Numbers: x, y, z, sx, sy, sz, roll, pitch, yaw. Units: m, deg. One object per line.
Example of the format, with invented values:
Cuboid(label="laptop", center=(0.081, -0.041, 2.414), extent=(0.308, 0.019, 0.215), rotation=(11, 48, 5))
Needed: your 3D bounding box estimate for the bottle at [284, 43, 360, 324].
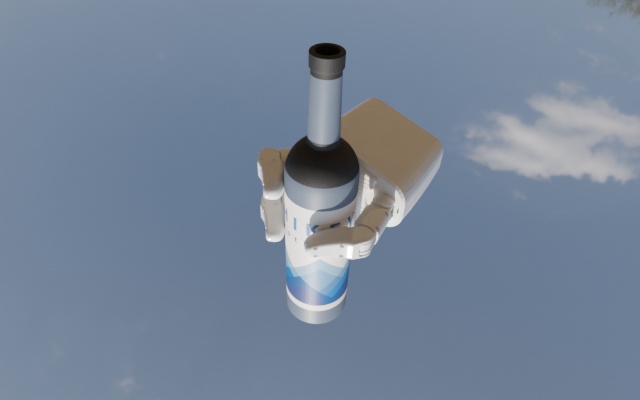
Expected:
Cuboid(label="bottle", center=(0.000, 0.002, 0.443), extent=(0.069, 0.296, 0.069), rotation=(1, 41, -1))
